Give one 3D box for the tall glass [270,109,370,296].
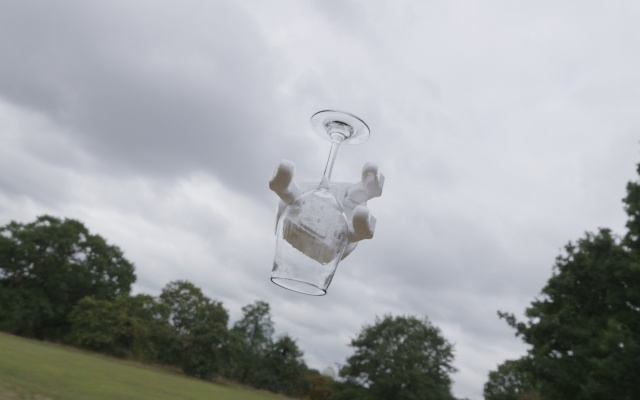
[{"bbox_3d":[0.000,0.001,0.539,0.079,0.201,0.079,13,-22,5],"label":"tall glass"}]
